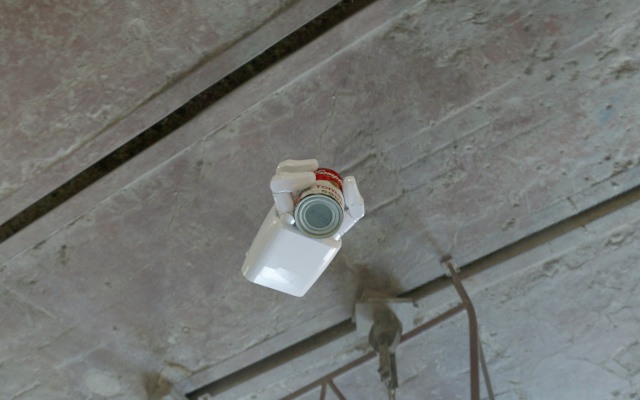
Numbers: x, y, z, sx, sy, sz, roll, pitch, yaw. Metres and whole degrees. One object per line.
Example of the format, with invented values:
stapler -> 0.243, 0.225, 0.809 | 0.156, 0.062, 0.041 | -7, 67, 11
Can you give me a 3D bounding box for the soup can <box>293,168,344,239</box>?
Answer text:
soup can -> 0.000, 0.002, 0.666 | 0.068, 0.068, 0.102 | 0, 23, 4
